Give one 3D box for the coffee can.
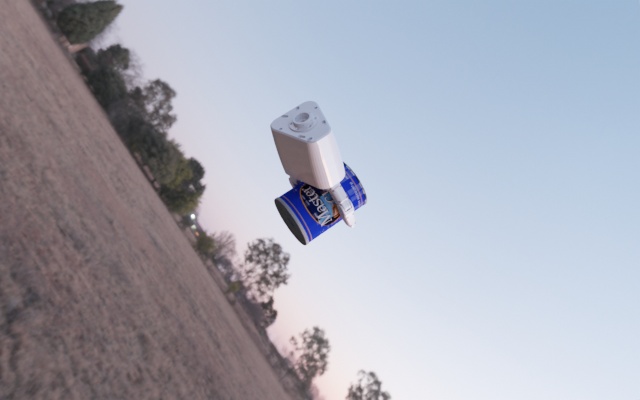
[{"bbox_3d":[0.000,0.003,0.886,0.140,0.103,0.103,-34,9,-14],"label":"coffee can"}]
